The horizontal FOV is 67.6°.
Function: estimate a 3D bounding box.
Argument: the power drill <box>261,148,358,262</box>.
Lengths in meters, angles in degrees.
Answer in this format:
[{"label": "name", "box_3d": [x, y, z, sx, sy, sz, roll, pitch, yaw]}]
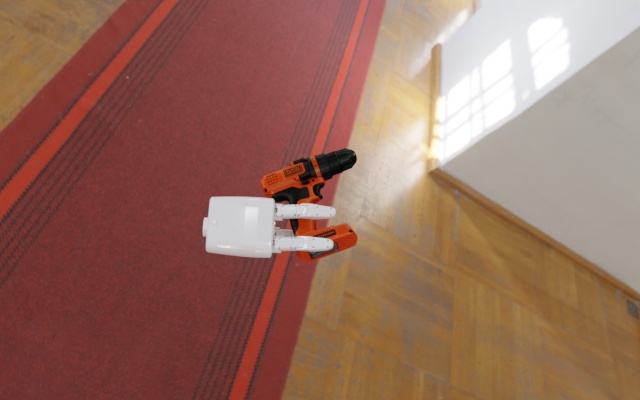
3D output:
[{"label": "power drill", "box_3d": [0.000, 0.003, 0.844, 0.184, 0.187, 0.057, -21, -32, 0]}]
